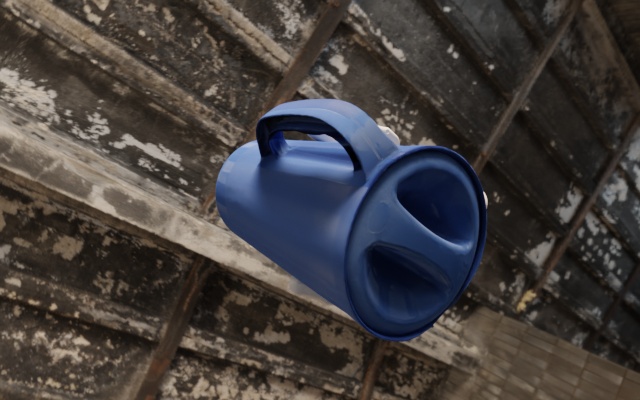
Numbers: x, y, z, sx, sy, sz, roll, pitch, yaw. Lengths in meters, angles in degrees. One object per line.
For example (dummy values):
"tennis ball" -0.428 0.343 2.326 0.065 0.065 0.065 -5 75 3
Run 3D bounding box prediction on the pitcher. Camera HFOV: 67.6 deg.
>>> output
"pitcher" 0.000 0.001 0.404 0.145 0.149 0.243 7 6 -36
